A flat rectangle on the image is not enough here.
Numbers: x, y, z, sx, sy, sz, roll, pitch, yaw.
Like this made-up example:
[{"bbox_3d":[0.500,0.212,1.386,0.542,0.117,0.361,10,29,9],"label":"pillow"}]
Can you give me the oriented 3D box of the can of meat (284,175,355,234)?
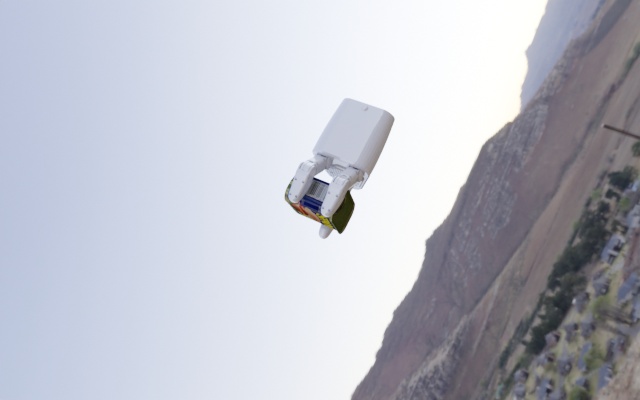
[{"bbox_3d":[0.000,0.002,0.740,0.084,0.057,0.102,23,-12,19],"label":"can of meat"}]
